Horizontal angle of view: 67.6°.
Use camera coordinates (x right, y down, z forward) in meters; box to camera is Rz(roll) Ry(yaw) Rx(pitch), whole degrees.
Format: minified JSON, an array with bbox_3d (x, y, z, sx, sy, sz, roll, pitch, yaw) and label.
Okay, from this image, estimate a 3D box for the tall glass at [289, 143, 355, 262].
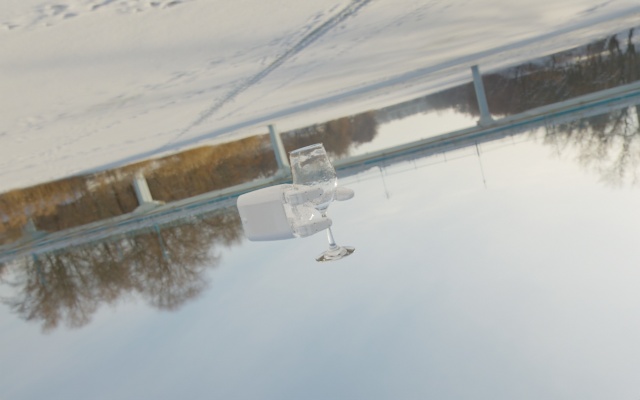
[{"bbox_3d":[0.000,0.003,0.845,0.079,0.201,0.079,-15,9,2],"label":"tall glass"}]
